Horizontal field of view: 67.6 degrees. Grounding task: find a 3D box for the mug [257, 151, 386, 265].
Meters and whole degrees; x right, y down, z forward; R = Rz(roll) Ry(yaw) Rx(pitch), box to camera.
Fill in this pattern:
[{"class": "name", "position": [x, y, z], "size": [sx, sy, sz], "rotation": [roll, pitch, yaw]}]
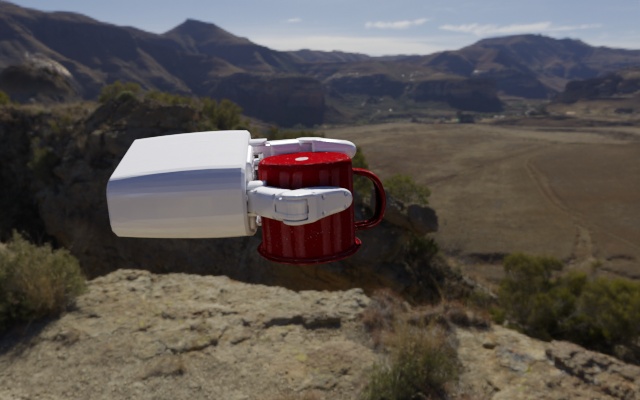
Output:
[{"class": "mug", "position": [0.002, 0.001, 0.419], "size": [0.117, 0.081, 0.093], "rotation": [-4, 13, -5]}]
